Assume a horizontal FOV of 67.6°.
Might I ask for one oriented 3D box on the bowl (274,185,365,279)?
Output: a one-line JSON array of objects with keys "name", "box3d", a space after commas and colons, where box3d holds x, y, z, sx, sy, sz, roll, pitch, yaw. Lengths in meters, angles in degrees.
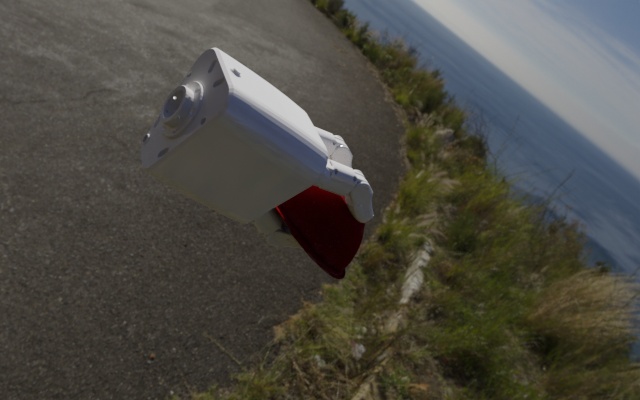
[{"name": "bowl", "box3d": [0.001, 0.002, 0.511, 0.055, 0.162, 0.162, -35, -6, 9]}]
